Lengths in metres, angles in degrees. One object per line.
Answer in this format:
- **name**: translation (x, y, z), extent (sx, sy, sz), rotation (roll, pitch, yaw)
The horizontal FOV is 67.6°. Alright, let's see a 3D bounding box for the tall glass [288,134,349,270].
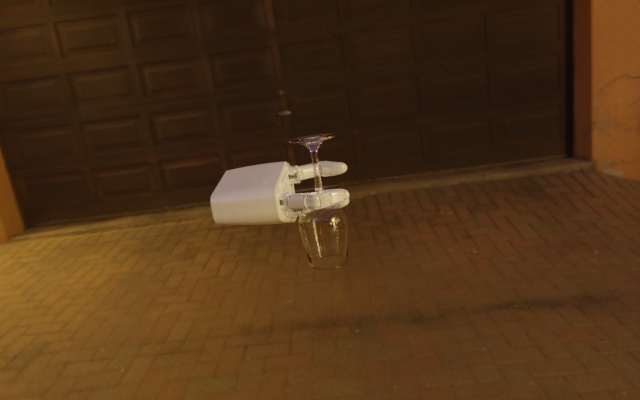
- **tall glass**: translation (0.000, 0.002, 0.734), extent (0.079, 0.201, 0.079), rotation (-8, 13, 2)
